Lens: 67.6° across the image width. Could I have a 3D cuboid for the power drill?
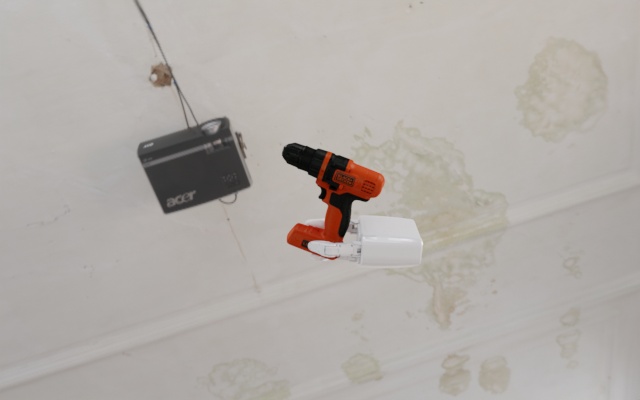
[{"bbox_3d":[0.000,0.003,0.850,0.184,0.188,0.057,22,28,3],"label":"power drill"}]
